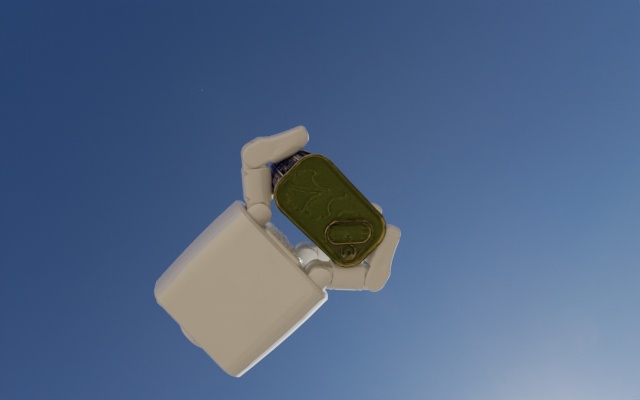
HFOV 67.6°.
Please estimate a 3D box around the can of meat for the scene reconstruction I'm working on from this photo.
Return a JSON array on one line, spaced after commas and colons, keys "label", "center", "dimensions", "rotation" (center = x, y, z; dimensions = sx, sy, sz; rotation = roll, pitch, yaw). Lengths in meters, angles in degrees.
[{"label": "can of meat", "center": [0.000, 0.001, 0.428], "dimensions": [0.102, 0.057, 0.084], "rotation": [45, -1, -19]}]
